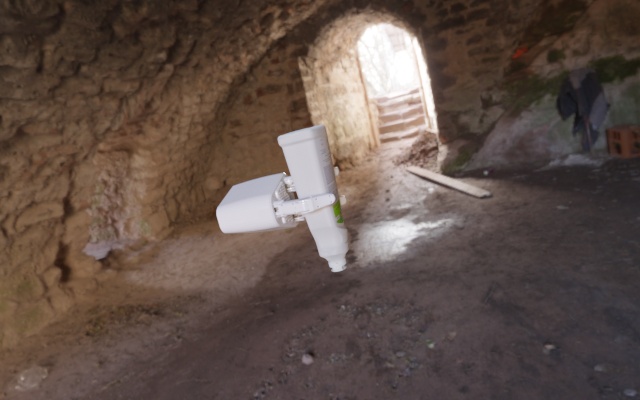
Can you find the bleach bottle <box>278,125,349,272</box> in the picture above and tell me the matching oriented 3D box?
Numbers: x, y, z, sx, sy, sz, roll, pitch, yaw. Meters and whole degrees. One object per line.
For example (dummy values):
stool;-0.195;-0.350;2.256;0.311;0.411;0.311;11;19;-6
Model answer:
bleach bottle;0.000;0.003;0.812;0.068;0.251;0.102;-10;11;20
